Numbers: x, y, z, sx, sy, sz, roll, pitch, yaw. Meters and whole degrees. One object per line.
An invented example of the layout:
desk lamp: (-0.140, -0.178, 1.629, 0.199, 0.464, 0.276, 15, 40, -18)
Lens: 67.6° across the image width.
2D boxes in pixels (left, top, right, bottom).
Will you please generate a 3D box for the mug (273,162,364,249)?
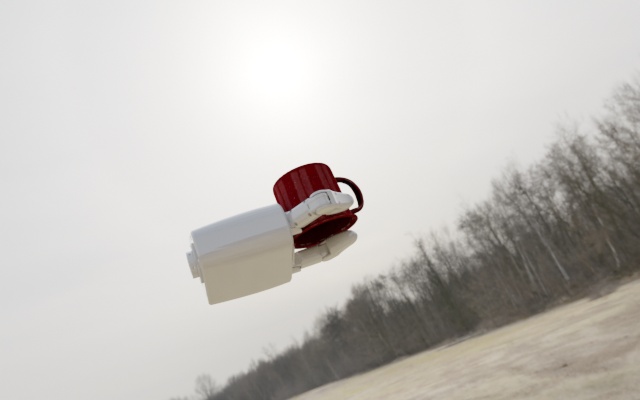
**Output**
mug: (0.001, 0.001, 0.609, 0.117, 0.081, 0.093, -17, -20, -20)
